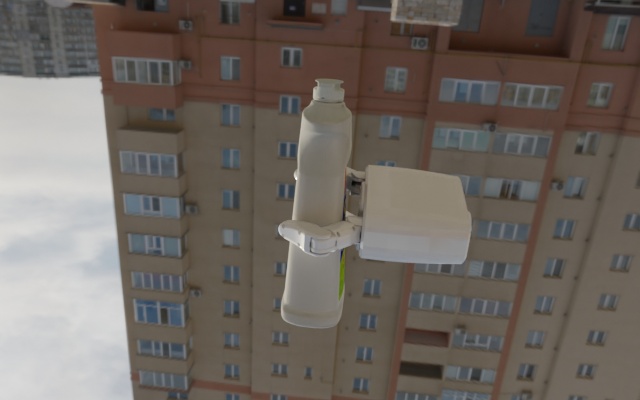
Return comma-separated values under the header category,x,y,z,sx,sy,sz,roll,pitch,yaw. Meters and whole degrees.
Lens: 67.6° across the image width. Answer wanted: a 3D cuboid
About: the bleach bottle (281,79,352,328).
category,x,y,z,sx,sy,sz,roll,pitch,yaw
bleach bottle,0.000,0.002,0.507,0.068,0.251,0.102,5,21,4
